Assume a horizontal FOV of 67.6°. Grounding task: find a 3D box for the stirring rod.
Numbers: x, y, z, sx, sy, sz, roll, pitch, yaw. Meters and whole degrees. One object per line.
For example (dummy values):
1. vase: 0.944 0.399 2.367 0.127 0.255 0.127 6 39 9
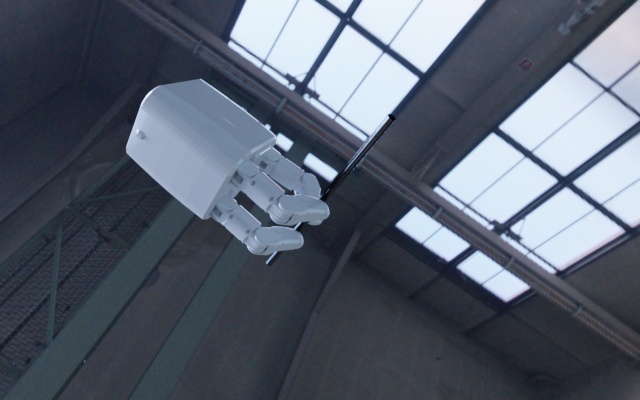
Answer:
1. stirring rod: 0.000 0.001 0.474 0.011 0.011 0.240 0 -36 -37
